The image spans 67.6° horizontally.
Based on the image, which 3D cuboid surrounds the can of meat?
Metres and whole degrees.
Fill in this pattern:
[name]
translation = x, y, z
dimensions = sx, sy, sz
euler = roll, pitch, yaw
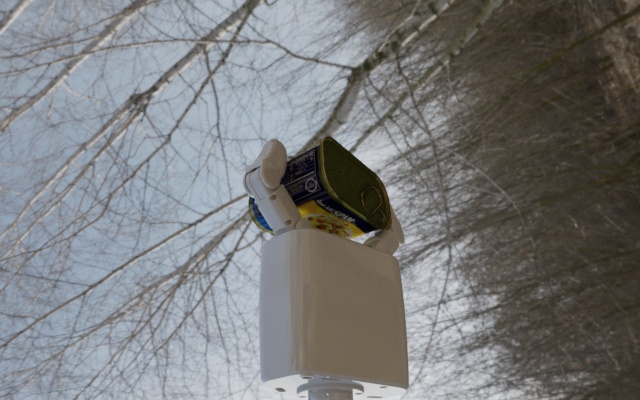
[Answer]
[can of meat]
translation = 0.000, 0.001, 0.419
dimensions = 0.084, 0.057, 0.102
euler = -24, -37, 29
